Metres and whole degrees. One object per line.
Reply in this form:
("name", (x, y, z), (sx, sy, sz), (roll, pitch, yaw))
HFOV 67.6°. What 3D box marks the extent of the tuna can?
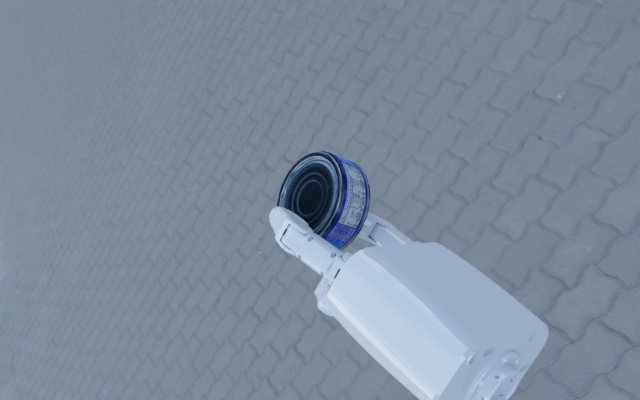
("tuna can", (0.000, 0.001, 0.413), (0.034, 0.086, 0.086), (19, -13, -40))
